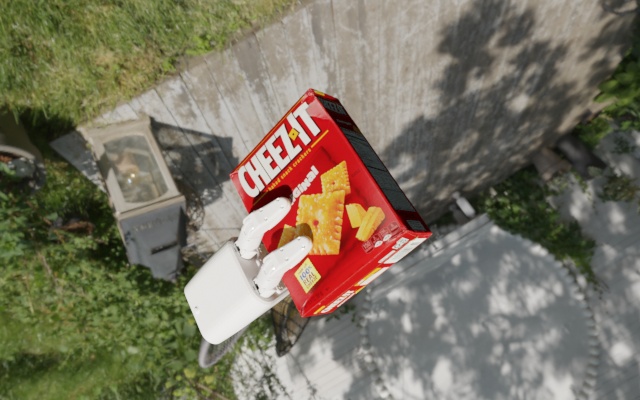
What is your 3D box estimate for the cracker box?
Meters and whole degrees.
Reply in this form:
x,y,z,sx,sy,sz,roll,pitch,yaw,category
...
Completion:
x,y,z,sx,sy,sz,roll,pitch,yaw,category
0.000,0.002,0.565,0.164,0.213,0.072,-42,-26,24,cracker box
